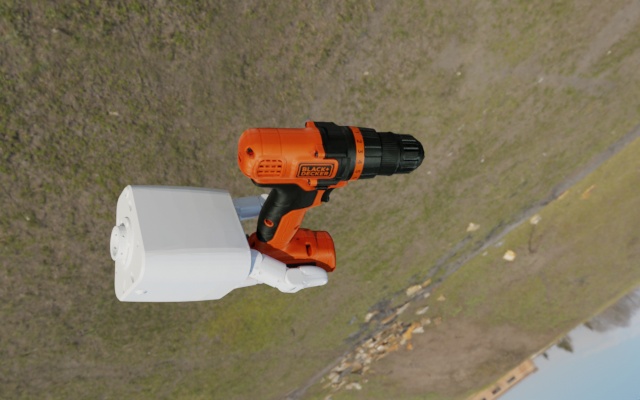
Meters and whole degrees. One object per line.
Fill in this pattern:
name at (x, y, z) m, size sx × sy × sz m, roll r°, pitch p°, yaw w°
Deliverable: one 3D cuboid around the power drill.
power drill at (0.000, 0.002, 0.500) m, size 0.184 × 0.188 × 0.057 m, roll 0°, pitch 44°, yaw -17°
